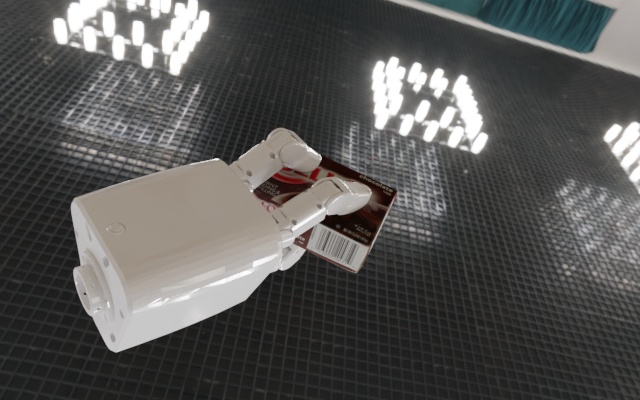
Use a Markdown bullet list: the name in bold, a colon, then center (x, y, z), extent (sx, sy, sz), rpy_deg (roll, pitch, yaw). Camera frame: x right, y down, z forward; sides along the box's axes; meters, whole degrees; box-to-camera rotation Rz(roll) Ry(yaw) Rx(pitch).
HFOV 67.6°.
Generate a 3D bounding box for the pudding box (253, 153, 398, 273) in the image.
- **pudding box**: center (0.000, 0.002, 0.411), extent (0.113, 0.039, 0.090), rpy_deg (27, 39, 6)
